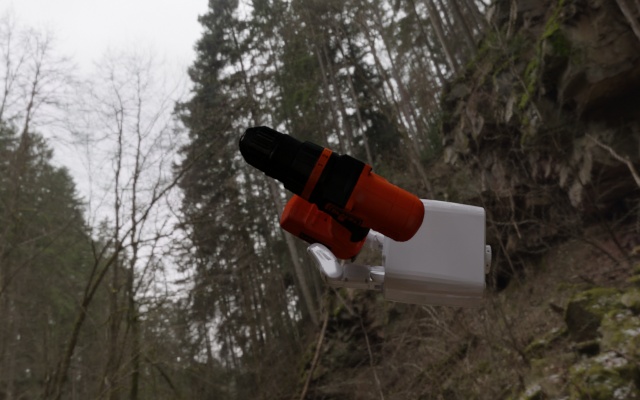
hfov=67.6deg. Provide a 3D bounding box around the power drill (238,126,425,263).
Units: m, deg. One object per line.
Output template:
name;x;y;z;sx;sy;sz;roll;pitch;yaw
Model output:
power drill;0.000;0.002;0.507;0.184;0.057;0.188;28;-16;1
